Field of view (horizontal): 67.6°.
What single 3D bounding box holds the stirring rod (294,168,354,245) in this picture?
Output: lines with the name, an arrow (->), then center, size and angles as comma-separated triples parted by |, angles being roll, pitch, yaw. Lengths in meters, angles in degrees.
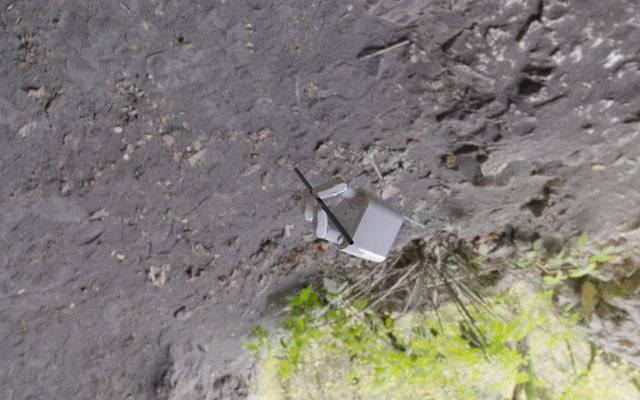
stirring rod -> 0.000, 0.003, 0.808 | 0.011, 0.011, 0.239 | 0, 31, -27
